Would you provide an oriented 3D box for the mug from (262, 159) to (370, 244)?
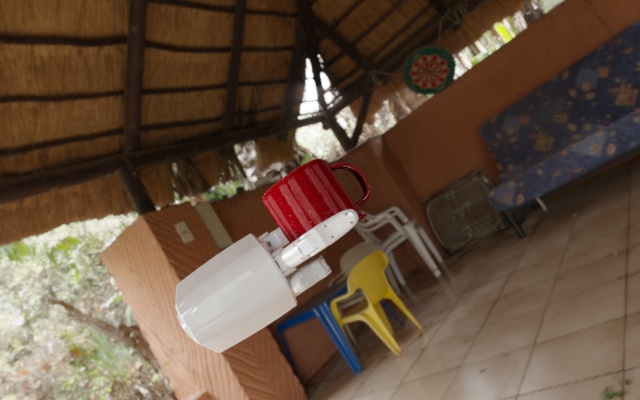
[{"bbox_3d":[0.001,0.001,0.525,0.117,0.081,0.093,-34,-4,-11],"label":"mug"}]
